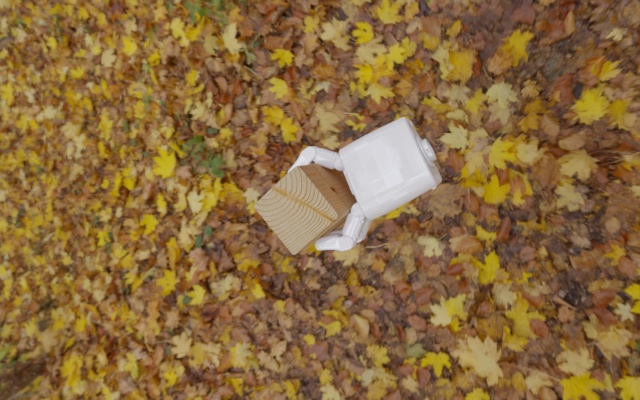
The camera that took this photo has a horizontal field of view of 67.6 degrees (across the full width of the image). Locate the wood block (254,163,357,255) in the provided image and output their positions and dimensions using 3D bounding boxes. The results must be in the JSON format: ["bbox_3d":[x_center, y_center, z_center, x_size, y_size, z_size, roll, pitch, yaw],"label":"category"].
[{"bbox_3d":[0.000,0.002,0.731,0.090,0.091,0.206,-42,-8,19],"label":"wood block"}]
